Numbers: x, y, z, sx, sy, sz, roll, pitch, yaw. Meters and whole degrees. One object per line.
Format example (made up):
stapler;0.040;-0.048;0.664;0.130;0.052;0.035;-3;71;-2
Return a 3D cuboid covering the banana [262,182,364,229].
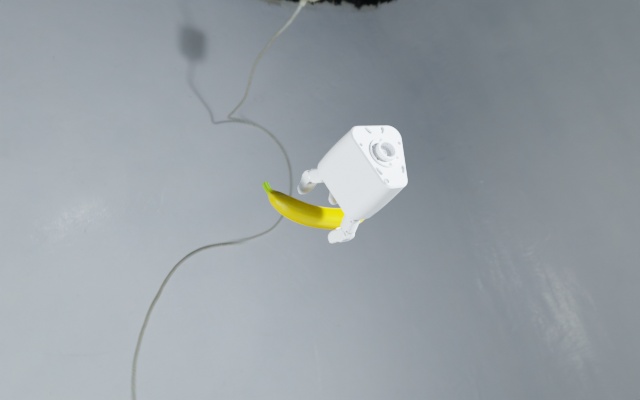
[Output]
banana;-0.004;0.017;0.810;0.198;0.069;0.037;17;-37;-19
